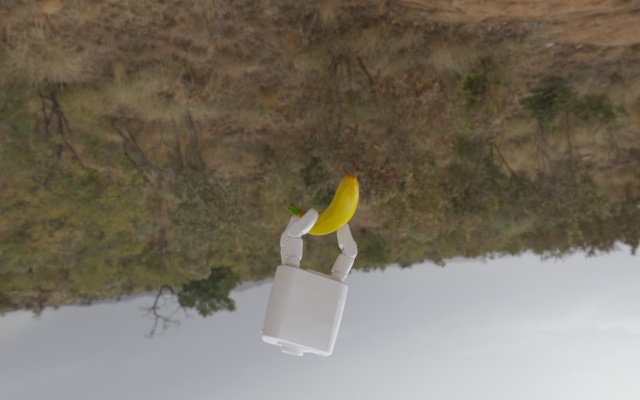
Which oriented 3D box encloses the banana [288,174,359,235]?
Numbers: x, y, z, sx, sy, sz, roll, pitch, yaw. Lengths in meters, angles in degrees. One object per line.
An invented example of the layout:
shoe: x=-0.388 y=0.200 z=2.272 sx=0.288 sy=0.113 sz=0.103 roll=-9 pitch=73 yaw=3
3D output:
banana: x=0.011 y=0.017 z=0.745 sx=0.037 sy=0.069 sz=0.198 roll=-50 pitch=13 yaw=-33
